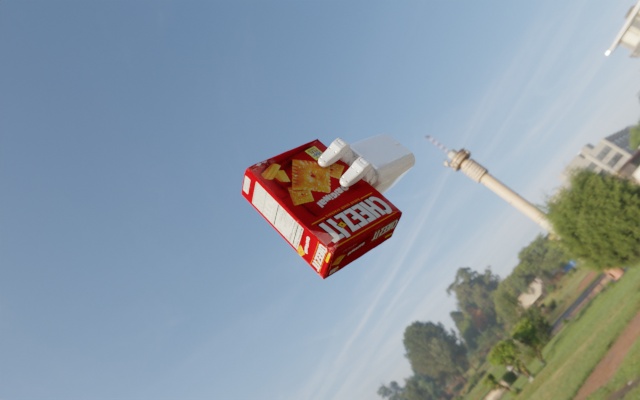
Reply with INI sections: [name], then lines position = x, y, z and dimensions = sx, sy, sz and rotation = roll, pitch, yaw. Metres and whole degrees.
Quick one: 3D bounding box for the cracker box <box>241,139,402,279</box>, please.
[cracker box]
position = 0.000, 0.003, 0.785
dimensions = 0.164, 0.072, 0.213
rotation = -27, 57, -36
